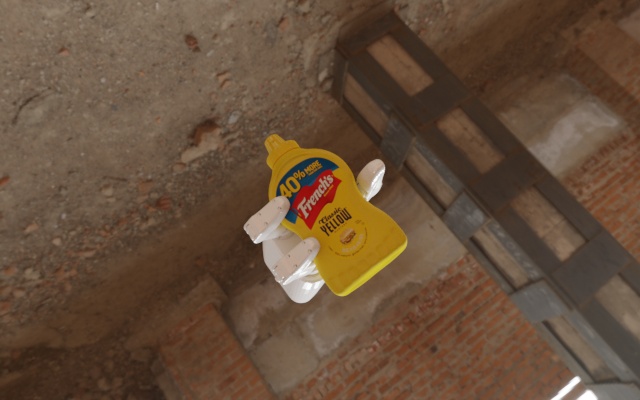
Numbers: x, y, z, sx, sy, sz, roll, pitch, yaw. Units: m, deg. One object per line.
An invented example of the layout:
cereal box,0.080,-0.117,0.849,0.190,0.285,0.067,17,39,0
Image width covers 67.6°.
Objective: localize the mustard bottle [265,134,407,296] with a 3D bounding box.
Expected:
mustard bottle,0.000,0.002,0.521,0.096,0.191,0.058,-39,-16,1
